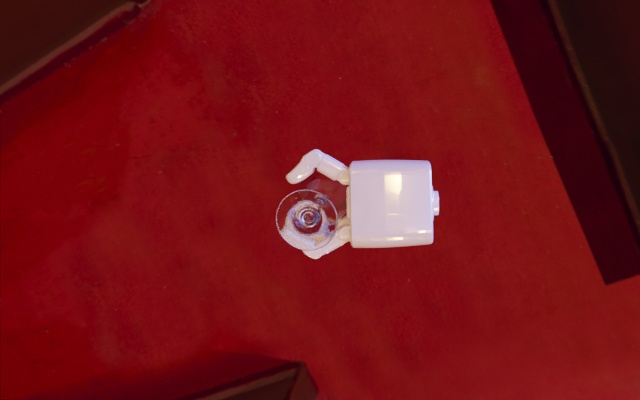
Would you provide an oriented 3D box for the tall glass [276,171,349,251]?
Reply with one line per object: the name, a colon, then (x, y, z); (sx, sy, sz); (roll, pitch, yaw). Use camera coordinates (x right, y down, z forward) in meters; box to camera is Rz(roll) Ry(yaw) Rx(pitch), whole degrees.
tall glass: (0.000, 0.002, 0.654); (0.079, 0.079, 0.201); (0, 13, 9)
